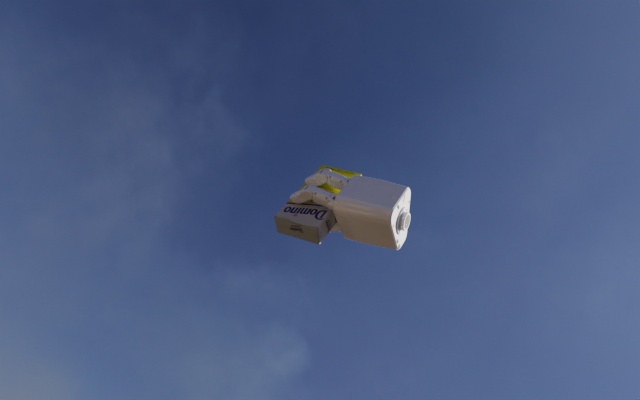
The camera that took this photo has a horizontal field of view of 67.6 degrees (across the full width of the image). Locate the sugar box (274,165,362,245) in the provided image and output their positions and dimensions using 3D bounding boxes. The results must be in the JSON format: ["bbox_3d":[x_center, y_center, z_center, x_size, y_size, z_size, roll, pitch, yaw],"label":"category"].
[{"bbox_3d":[0.000,0.002,0.897,0.093,0.048,0.176,14,40,27],"label":"sugar box"}]
